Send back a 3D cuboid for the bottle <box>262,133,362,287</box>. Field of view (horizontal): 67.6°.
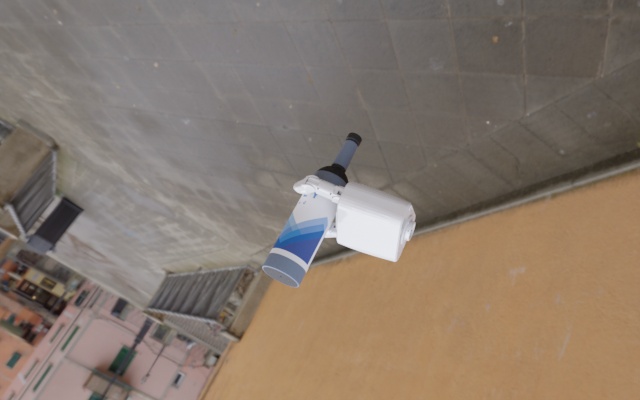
[{"bbox_3d":[0.000,0.003,0.815,0.069,0.295,0.069,23,-24,11],"label":"bottle"}]
